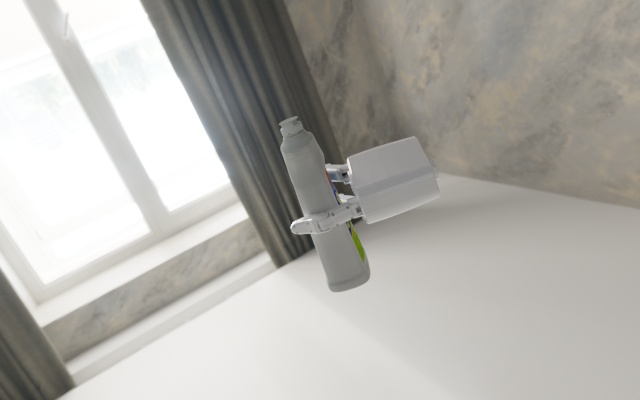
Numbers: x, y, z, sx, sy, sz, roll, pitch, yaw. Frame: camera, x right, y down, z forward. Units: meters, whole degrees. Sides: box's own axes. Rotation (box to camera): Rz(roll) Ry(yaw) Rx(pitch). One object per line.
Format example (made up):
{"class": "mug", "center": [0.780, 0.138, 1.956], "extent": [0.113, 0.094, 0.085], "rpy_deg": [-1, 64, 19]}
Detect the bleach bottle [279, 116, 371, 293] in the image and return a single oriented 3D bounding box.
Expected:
{"class": "bleach bottle", "center": [0.000, 0.002, 0.691], "extent": [0.068, 0.251, 0.102], "rpy_deg": [-19, 20, 8]}
